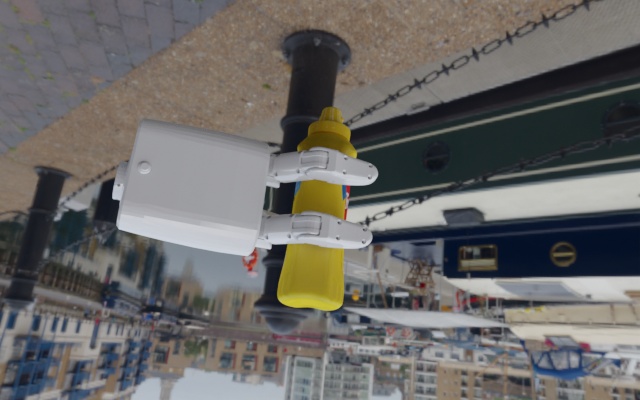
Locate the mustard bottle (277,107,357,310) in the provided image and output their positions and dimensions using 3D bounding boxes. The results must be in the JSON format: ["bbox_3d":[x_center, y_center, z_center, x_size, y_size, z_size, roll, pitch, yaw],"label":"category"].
[{"bbox_3d":[0.000,0.002,0.445,0.058,0.191,0.096,5,-17,3],"label":"mustard bottle"}]
